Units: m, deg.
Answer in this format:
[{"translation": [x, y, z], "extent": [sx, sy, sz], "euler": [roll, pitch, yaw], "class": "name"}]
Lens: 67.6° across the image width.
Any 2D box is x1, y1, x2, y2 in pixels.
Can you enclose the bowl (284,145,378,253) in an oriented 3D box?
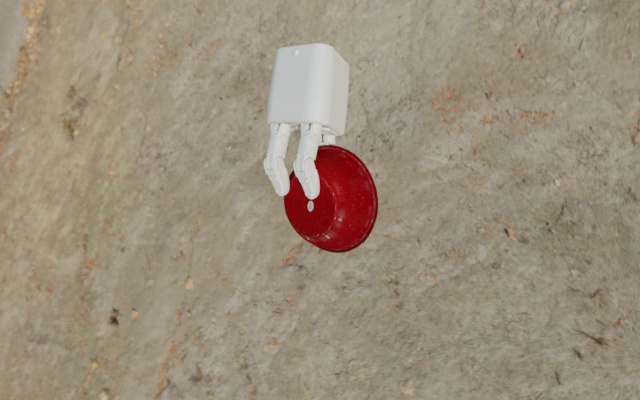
[{"translation": [0.000, 0.004, 0.686], "extent": [0.162, 0.162, 0.055], "euler": [0, 9, 37], "class": "bowl"}]
